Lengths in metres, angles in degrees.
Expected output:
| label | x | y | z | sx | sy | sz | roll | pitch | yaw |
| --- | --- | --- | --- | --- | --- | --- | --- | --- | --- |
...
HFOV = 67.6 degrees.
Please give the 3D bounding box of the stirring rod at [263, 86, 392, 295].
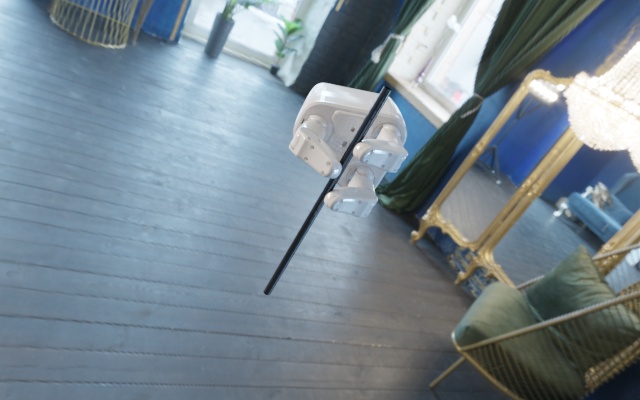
| label | x | y | z | sx | sy | sz | roll | pitch | yaw |
| --- | --- | --- | --- | --- | --- | --- | --- | --- | --- |
| stirring rod | 0.000 | 0.001 | 0.444 | 0.011 | 0.240 | 0.011 | 25 | 25 | -13 |
